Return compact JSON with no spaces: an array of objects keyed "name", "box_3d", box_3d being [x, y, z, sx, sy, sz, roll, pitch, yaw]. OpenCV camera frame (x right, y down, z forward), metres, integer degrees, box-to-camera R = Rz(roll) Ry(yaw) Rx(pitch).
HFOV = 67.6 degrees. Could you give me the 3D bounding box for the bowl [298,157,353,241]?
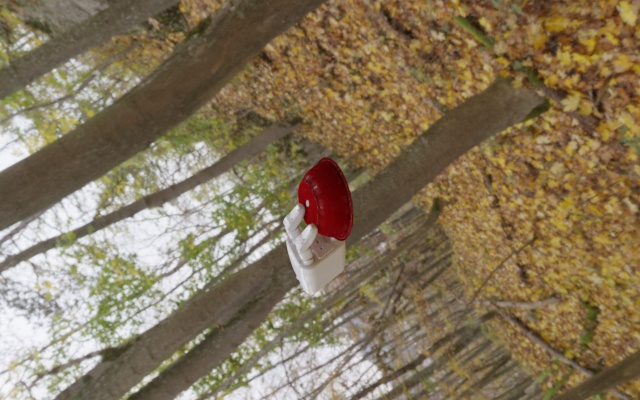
[{"name":"bowl","box_3d":[0.000,0.002,0.894,0.055,0.162,0.162,-12,5,-22]}]
